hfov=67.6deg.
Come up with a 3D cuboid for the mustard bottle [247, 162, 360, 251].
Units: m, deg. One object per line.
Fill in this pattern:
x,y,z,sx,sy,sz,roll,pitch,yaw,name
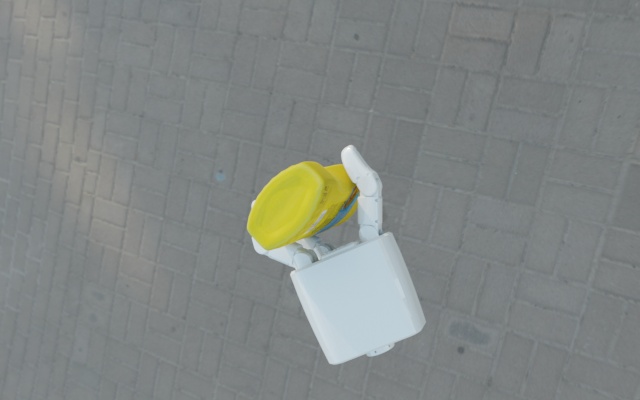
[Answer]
0.000,0.001,0.537,0.058,0.096,0.191,44,18,14,mustard bottle
